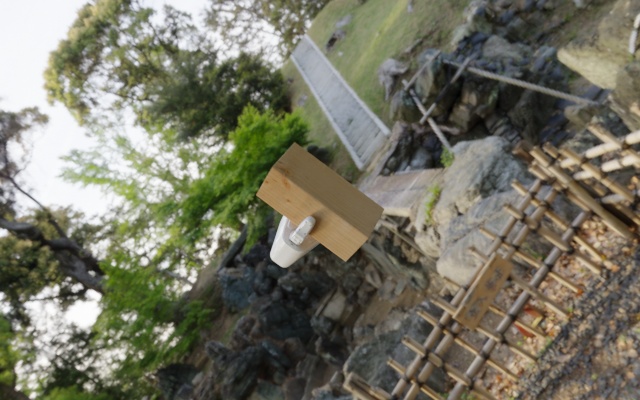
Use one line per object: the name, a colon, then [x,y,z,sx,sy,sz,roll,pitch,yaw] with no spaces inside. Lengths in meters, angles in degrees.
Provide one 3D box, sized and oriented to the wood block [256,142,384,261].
wood block: [0.000,0.003,0.874,0.090,0.206,0.090,-53,1,45]
